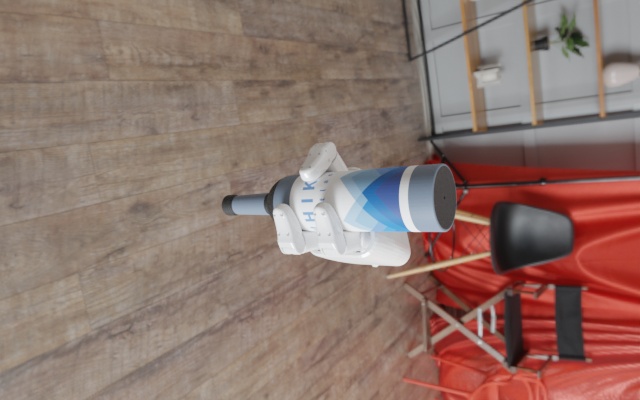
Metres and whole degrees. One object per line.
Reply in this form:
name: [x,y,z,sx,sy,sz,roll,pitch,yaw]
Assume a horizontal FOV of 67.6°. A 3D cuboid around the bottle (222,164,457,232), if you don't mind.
bottle: [0.000,0.002,0.545,0.296,0.069,0.069,-2,-1,35]
